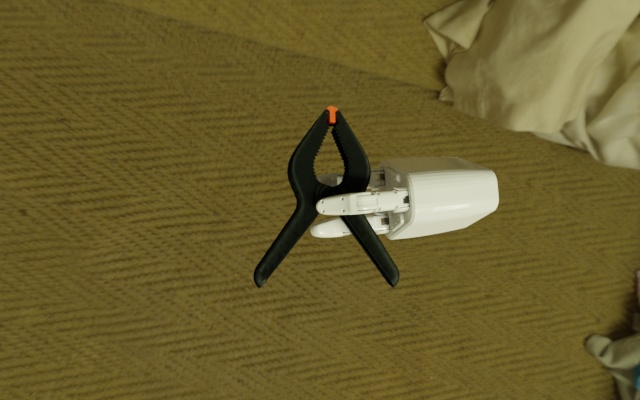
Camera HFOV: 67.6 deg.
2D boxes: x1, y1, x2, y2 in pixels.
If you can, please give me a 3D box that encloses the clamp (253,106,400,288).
[{"bbox_3d":[0.000,0.001,0.535,0.164,0.210,0.036,-6,-1,-11],"label":"clamp"}]
